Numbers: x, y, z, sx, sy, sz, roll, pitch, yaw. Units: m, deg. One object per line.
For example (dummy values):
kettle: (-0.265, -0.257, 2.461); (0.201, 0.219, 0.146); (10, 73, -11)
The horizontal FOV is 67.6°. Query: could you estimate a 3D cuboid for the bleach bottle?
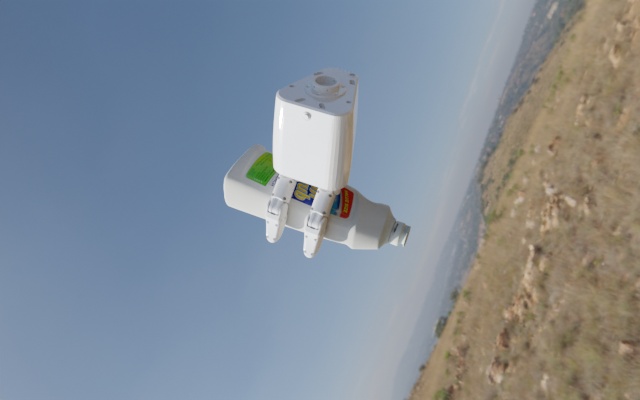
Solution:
bleach bottle: (0.000, 0.002, 0.648); (0.251, 0.068, 0.102); (19, 44, 15)
